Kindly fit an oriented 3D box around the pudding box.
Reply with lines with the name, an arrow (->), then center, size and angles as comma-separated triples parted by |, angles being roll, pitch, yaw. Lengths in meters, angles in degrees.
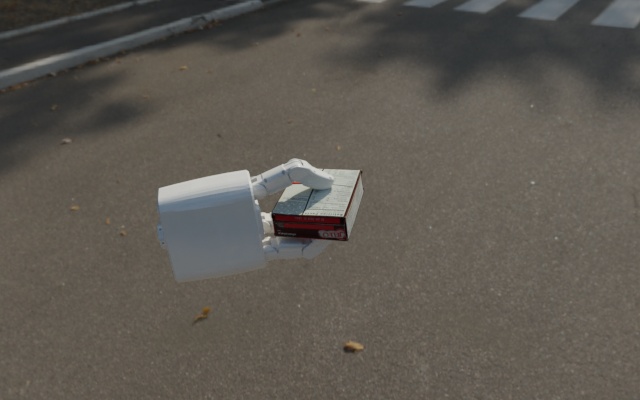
pudding box -> 0.000, 0.002, 0.584 | 0.090, 0.039, 0.113 | 4, 35, 15
